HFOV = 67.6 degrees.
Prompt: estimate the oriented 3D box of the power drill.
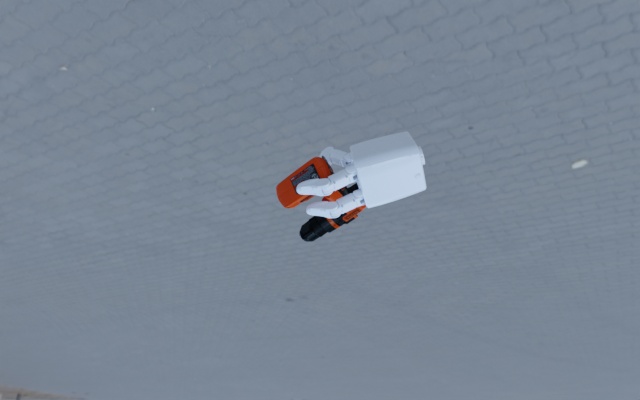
[{"bbox_3d":[0.000,0.003,0.889,0.184,0.057,0.188,-37,-31,15],"label":"power drill"}]
